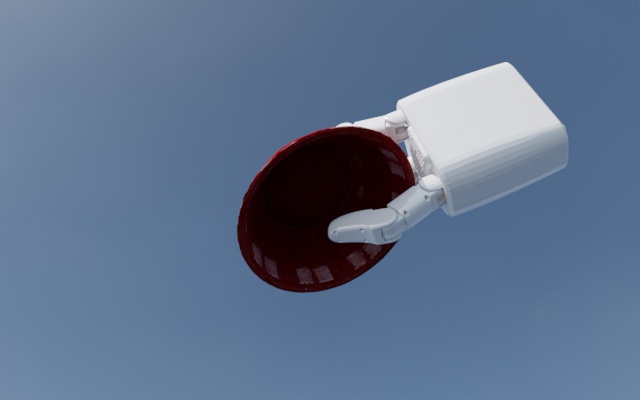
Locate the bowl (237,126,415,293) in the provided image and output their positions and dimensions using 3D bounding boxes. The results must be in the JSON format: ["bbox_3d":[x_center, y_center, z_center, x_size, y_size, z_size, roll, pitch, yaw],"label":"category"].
[{"bbox_3d":[-0.001,0.002,0.419,0.162,0.162,0.055,0,29,-27],"label":"bowl"}]
